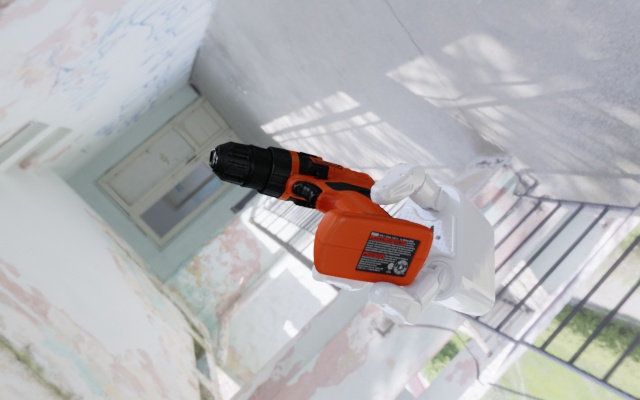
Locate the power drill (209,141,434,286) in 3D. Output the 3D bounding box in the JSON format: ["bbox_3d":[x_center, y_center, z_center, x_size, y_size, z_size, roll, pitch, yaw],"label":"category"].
[{"bbox_3d":[0.000,0.002,0.439,0.184,0.057,0.187,10,20,-27],"label":"power drill"}]
